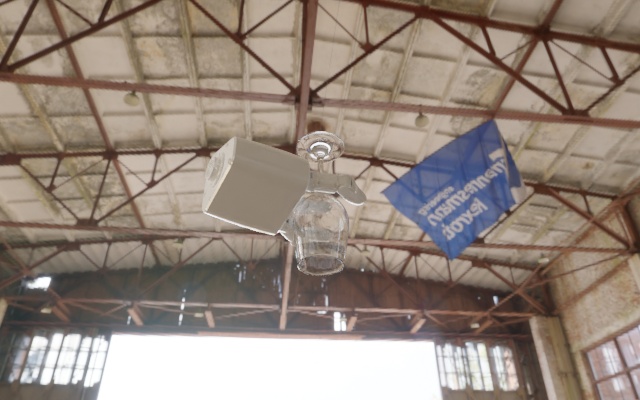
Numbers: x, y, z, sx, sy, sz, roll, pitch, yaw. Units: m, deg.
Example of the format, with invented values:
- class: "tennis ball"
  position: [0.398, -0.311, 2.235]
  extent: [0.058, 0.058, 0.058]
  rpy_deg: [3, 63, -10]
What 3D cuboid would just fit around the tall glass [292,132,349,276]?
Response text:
- class: "tall glass"
  position: [0.000, 0.002, 0.677]
  extent: [0.079, 0.201, 0.079]
  rpy_deg: [-1, -33, 0]
